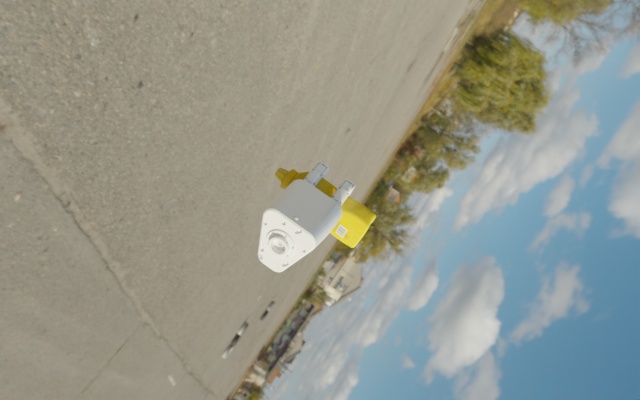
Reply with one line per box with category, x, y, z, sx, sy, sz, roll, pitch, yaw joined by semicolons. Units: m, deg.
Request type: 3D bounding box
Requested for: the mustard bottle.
mustard bottle;0.001;0.003;0.851;0.191;0.058;0.096;35;-30;5
